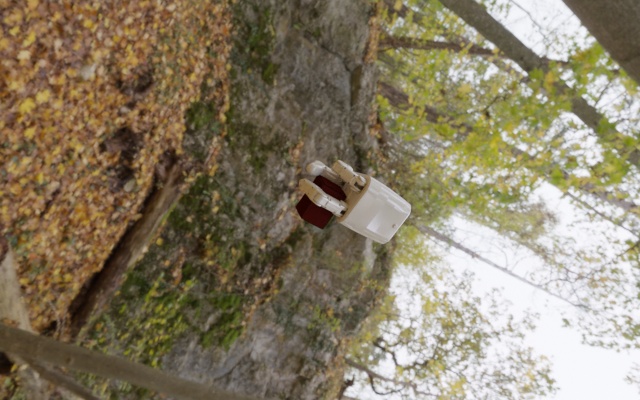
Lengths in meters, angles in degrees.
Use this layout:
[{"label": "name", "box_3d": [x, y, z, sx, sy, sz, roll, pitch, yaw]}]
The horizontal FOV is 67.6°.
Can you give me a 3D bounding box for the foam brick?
[{"label": "foam brick", "box_3d": [0.000, 0.003, 0.866, 0.051, 0.078, 0.053, 30, 15, -24]}]
